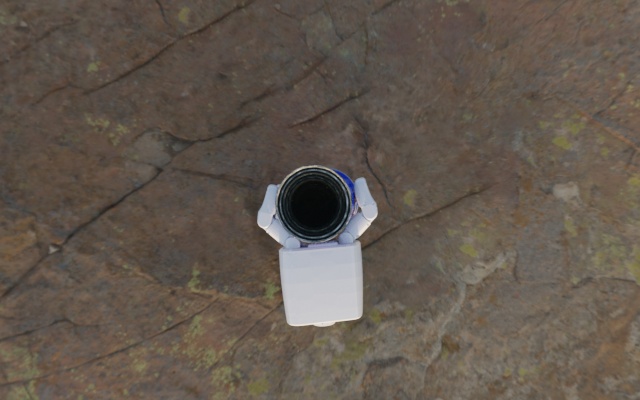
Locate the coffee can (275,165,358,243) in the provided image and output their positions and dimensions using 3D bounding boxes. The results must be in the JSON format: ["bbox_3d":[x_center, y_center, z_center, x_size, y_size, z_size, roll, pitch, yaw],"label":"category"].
[{"bbox_3d":[0.000,0.002,0.689,0.103,0.103,0.140,0,2,8],"label":"coffee can"}]
